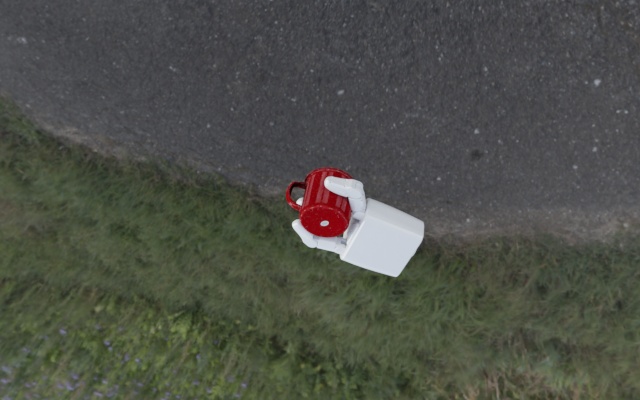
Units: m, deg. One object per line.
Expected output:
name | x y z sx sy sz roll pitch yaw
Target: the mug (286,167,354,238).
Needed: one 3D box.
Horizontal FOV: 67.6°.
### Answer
mug | -0.001 0.002 0.782 0.117 0.081 0.093 19 -43 -7
